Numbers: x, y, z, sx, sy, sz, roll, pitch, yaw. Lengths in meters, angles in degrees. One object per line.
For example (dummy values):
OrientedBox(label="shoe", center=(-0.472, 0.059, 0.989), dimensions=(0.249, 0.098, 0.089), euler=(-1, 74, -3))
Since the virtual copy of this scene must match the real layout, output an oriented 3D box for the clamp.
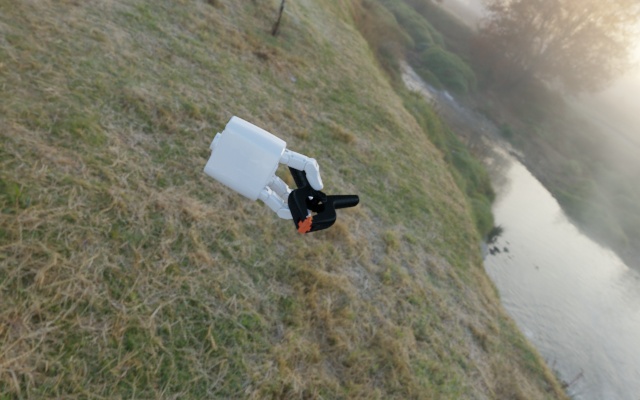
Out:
OrientedBox(label="clamp", center=(0.000, 0.002, 0.878), dimensions=(0.164, 0.036, 0.209), euler=(28, 28, -11))
